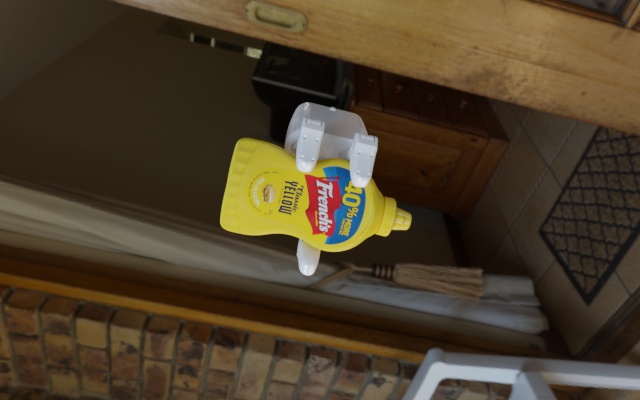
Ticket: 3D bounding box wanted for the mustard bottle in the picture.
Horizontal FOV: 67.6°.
[{"bbox_3d":[0.000,0.002,0.493,0.191,0.096,0.058,13,5,-6],"label":"mustard bottle"}]
